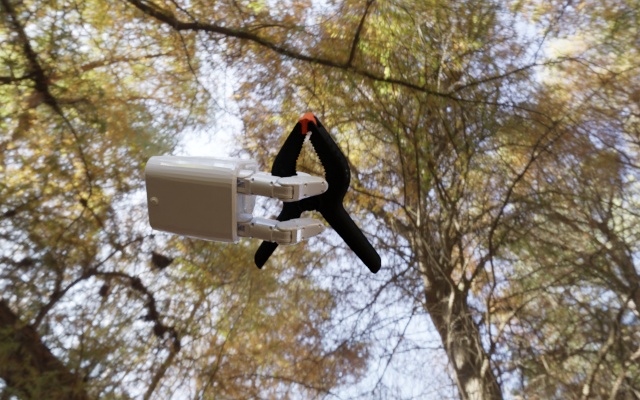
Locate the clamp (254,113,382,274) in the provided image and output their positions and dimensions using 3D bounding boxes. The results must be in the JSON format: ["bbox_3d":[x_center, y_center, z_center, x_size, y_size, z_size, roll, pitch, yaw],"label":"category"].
[{"bbox_3d":[0.000,0.001,0.577,0.164,0.210,0.036,7,25,6],"label":"clamp"}]
